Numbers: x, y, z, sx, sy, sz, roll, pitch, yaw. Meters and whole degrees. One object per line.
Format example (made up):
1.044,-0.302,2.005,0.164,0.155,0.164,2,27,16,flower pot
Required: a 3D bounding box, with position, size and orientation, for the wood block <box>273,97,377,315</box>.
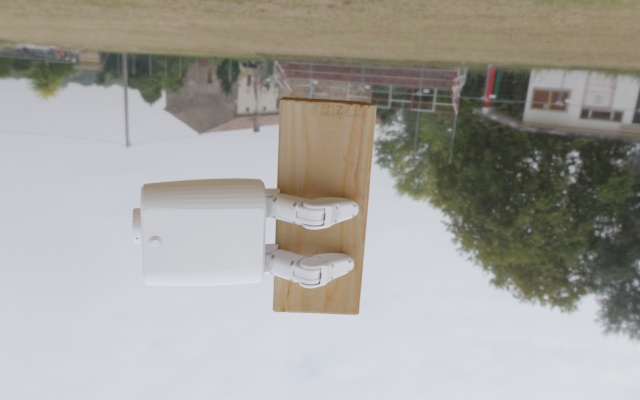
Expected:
0.000,0.002,0.492,0.090,0.206,0.090,3,14,-4,wood block
